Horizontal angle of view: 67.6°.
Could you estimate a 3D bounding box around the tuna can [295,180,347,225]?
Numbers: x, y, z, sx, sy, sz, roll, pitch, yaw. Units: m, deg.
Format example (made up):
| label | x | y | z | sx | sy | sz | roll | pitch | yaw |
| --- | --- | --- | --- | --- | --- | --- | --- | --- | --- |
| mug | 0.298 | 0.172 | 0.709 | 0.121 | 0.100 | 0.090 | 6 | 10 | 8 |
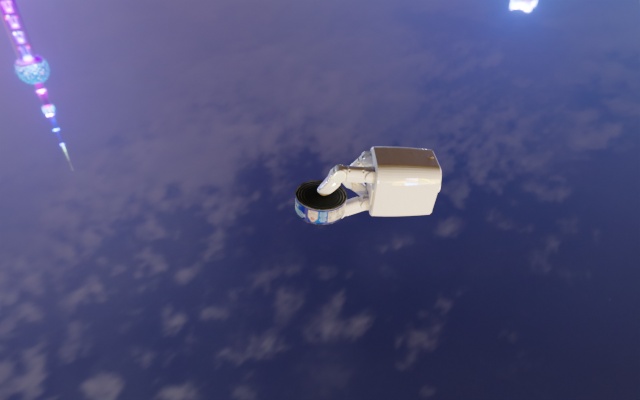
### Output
| label | x | y | z | sx | sy | sz | roll | pitch | yaw |
| --- | --- | --- | --- | --- | --- | --- | --- | --- | --- |
| tuna can | 0.000 | 0.003 | 0.795 | 0.086 | 0.034 | 0.086 | 3 | 36 | -2 |
